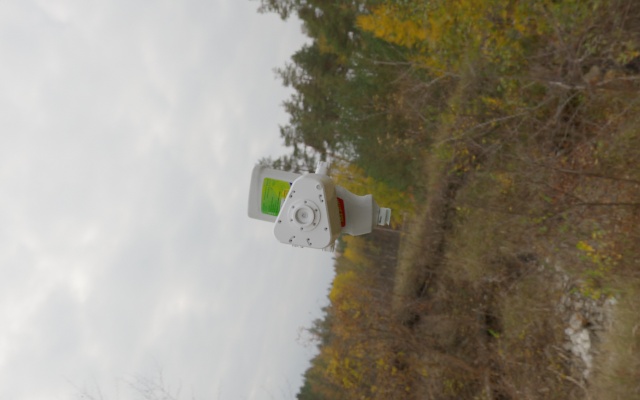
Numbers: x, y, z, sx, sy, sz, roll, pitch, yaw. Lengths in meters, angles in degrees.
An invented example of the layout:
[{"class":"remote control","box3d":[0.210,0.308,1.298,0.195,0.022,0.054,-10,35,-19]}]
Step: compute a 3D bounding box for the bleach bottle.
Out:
[{"class":"bleach bottle","box3d":[0.000,0.003,0.852,0.251,0.102,0.068,8,6,7]}]
